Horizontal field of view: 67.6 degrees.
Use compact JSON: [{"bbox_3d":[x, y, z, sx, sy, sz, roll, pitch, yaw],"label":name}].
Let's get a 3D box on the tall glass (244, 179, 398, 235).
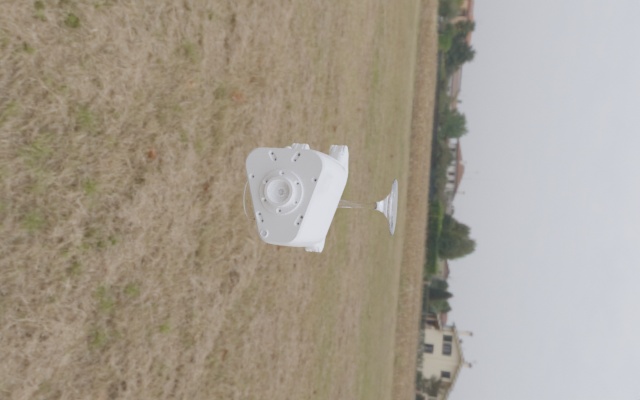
[{"bbox_3d":[0.001,0.002,0.648,0.201,0.079,0.079,4,1,14],"label":"tall glass"}]
